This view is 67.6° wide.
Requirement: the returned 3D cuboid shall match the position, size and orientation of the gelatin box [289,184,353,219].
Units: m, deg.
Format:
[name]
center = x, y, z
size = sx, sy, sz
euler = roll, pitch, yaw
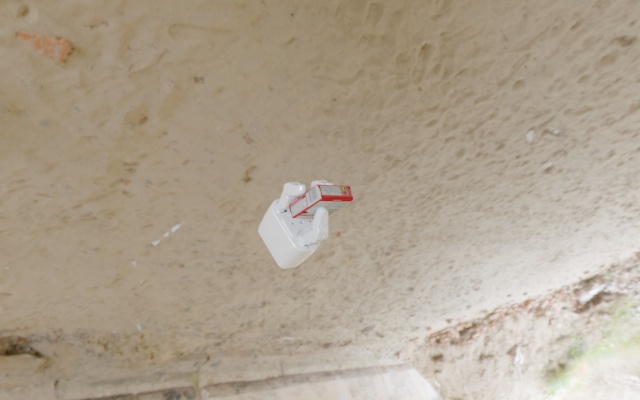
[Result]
[gelatin box]
center = 0.000, 0.003, 0.823
size = 0.073, 0.030, 0.089
euler = 1, -24, -40
